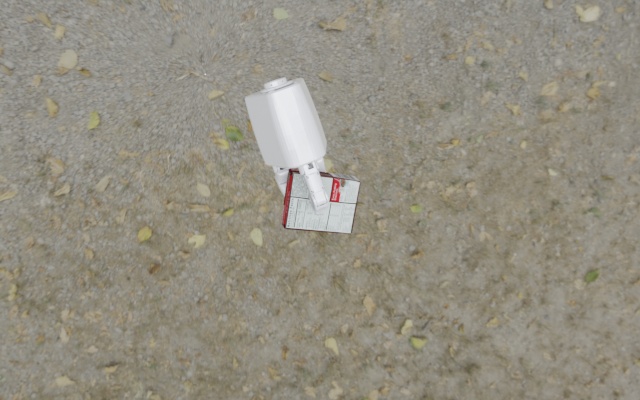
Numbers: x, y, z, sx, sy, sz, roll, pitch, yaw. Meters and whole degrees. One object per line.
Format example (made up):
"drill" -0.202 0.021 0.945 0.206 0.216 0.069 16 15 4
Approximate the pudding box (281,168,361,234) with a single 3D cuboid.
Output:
"pudding box" 0.000 0.002 0.739 0.113 0.090 0.039 6 13 -15
